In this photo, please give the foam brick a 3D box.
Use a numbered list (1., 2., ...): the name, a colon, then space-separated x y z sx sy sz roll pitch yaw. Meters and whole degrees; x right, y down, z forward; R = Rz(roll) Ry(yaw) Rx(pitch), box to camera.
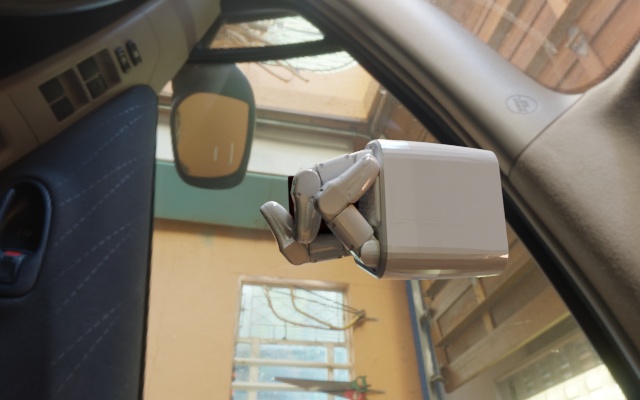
1. foam brick: 0.000 0.001 0.442 0.051 0.053 0.078 -2 3 -11
